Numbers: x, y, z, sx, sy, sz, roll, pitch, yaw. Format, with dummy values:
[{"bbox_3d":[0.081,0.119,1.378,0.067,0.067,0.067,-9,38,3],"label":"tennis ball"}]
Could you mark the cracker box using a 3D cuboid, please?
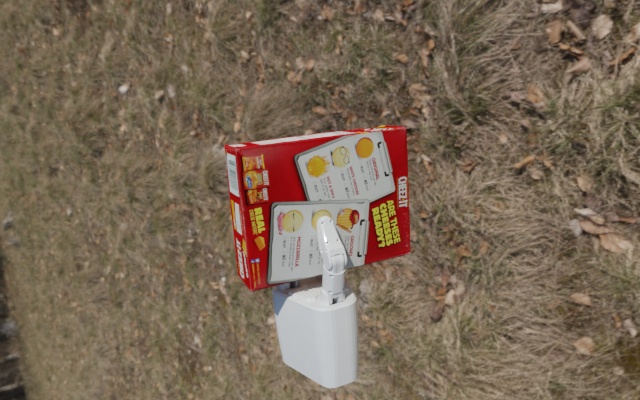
[{"bbox_3d":[0.000,0.002,0.578,0.213,0.164,0.072,-10,15,-23],"label":"cracker box"}]
